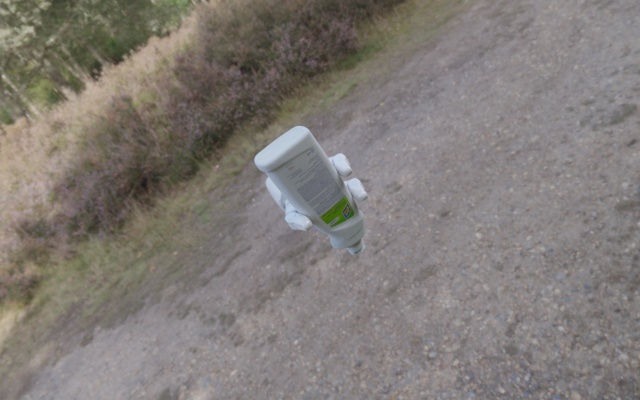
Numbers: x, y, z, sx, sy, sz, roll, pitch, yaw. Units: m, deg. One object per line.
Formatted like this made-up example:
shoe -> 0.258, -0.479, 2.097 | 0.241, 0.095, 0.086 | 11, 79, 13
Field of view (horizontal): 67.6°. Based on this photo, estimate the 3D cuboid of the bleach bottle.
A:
bleach bottle -> 0.000, 0.003, 0.804 | 0.102, 0.251, 0.068 | -38, 29, -7
